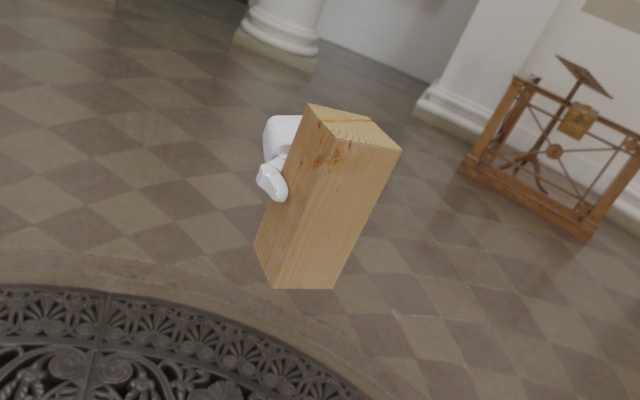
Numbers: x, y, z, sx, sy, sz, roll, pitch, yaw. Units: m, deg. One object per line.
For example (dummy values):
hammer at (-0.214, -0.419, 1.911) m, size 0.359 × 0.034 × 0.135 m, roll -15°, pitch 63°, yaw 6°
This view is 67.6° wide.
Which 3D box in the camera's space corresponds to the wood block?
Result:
wood block at (0.000, 0.002, 0.577) m, size 0.091 × 0.206 × 0.090 m, roll 7°, pitch 31°, yaw -30°
